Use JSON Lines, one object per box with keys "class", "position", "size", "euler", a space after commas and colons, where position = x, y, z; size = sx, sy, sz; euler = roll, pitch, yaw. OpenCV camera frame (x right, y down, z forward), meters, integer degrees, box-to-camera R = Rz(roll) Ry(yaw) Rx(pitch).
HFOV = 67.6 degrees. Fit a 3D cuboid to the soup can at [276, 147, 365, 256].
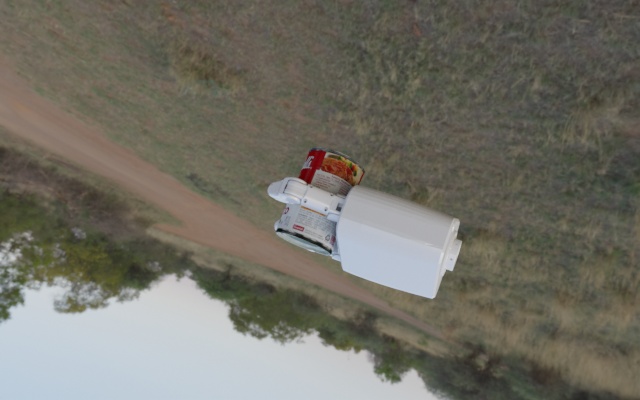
{"class": "soup can", "position": [-0.001, 0.002, 0.528], "size": [0.068, 0.102, 0.068], "euler": [21, -13, 5]}
